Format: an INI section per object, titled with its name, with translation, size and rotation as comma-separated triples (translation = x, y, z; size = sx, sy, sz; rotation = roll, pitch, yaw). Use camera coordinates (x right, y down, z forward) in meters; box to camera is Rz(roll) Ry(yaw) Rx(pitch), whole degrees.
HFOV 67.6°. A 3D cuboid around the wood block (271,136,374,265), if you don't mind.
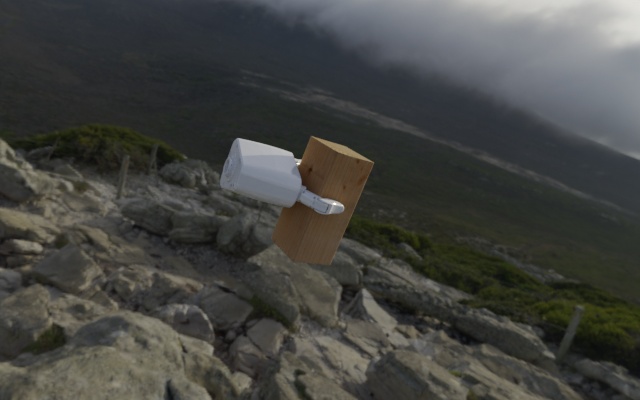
[wood block]
translation = 0.000, 0.003, 0.860
size = 0.090, 0.206, 0.090
rotation = 11, 17, -39
